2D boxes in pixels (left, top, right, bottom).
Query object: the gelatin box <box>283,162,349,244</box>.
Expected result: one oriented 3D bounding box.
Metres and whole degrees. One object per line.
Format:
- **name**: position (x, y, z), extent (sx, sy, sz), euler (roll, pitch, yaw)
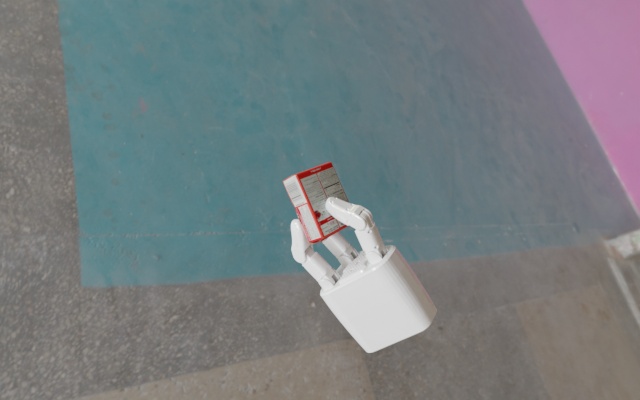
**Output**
- **gelatin box**: position (0.000, 0.002, 0.614), extent (0.030, 0.089, 0.073), euler (-22, 2, 43)
